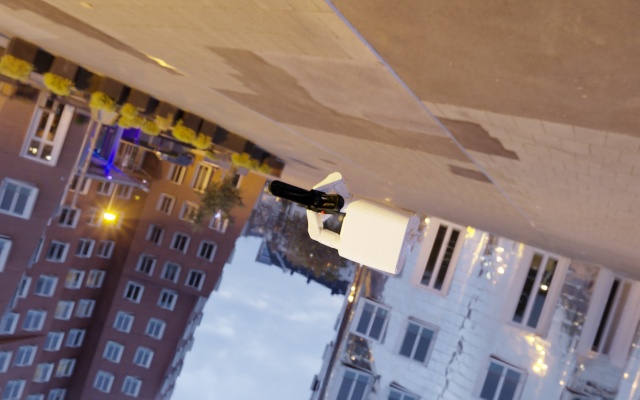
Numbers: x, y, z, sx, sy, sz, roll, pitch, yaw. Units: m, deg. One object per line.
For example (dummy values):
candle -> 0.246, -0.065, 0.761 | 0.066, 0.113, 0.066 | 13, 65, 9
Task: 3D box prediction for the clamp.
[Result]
clamp -> 0.000, 0.003, 0.784 | 0.120, 0.039, 0.171 | 19, 0, 22
